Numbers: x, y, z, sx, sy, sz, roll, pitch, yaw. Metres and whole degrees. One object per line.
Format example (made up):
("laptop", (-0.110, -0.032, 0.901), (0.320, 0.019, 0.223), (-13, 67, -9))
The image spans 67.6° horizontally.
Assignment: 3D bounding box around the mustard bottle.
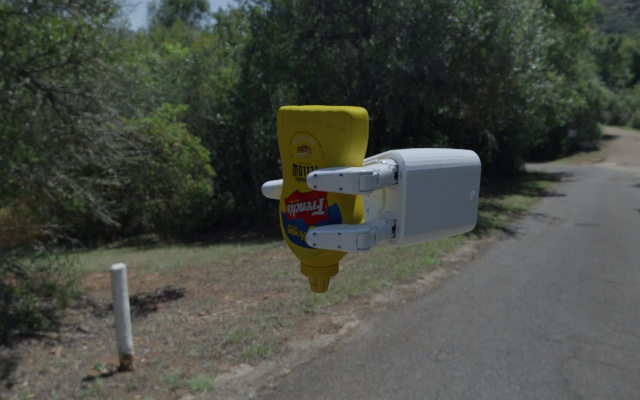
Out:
("mustard bottle", (0.000, 0.001, 0.486), (0.096, 0.192, 0.058), (10, 16, 36))
